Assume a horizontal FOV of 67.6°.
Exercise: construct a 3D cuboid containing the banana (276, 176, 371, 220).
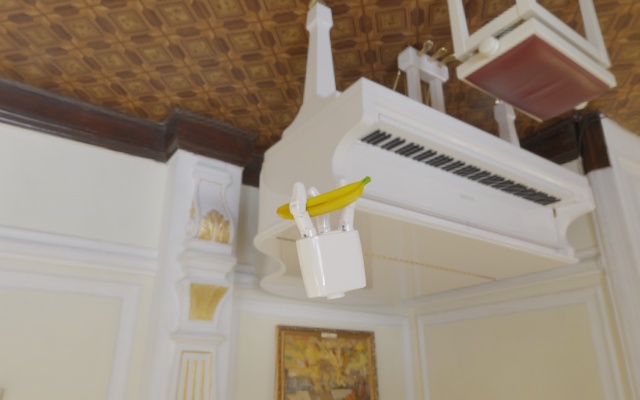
[{"bbox_3d":[-0.002,0.006,0.873,0.198,0.037,0.069,-18,7,20],"label":"banana"}]
